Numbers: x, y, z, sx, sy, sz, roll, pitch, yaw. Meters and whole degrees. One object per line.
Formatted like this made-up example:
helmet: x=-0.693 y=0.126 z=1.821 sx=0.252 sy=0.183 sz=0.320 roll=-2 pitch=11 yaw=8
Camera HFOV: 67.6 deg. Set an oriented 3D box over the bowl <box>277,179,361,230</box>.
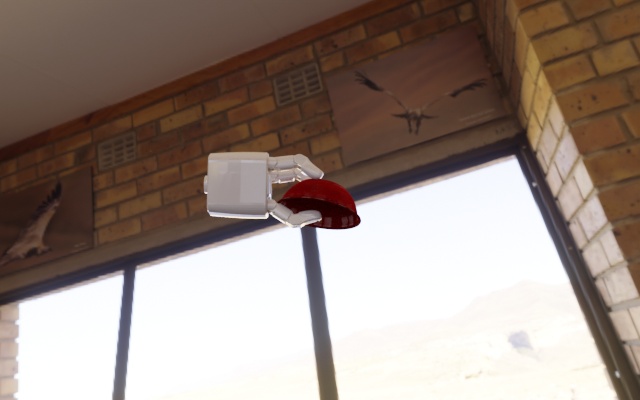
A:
bowl: x=0.001 y=0.003 z=0.886 sx=0.162 sy=0.055 sz=0.162 roll=10 pitch=-21 yaw=4
